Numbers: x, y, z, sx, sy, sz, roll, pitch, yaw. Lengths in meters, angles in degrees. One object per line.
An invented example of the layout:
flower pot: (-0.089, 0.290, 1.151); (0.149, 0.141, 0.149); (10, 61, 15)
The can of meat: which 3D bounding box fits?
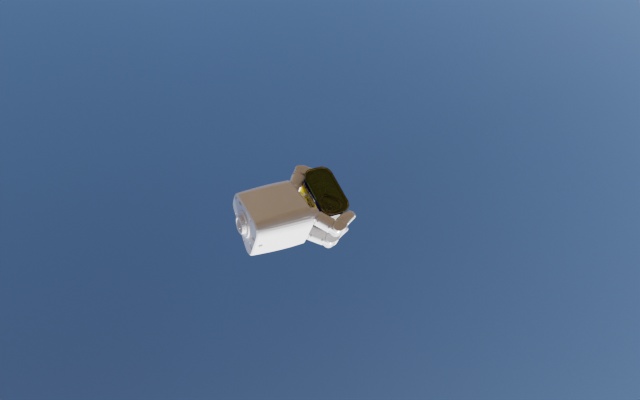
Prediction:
can of meat: (0.000, 0.003, 0.894); (0.057, 0.102, 0.084); (-15, -27, -28)
